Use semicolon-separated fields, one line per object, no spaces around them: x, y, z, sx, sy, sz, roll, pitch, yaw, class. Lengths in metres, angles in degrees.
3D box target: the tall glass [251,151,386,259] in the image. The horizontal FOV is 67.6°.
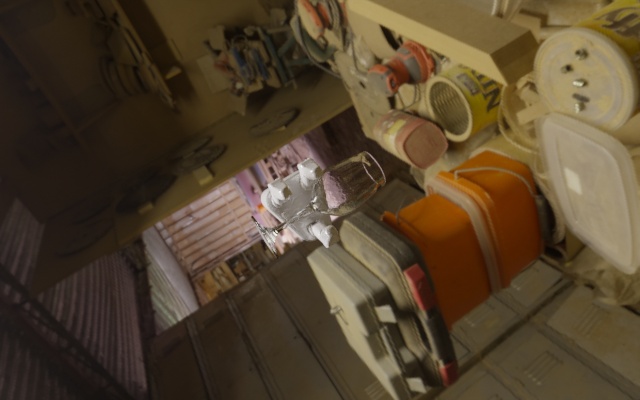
0.000;0.003;0.720;0.201;0.079;0.079;-32;7;-11;tall glass
